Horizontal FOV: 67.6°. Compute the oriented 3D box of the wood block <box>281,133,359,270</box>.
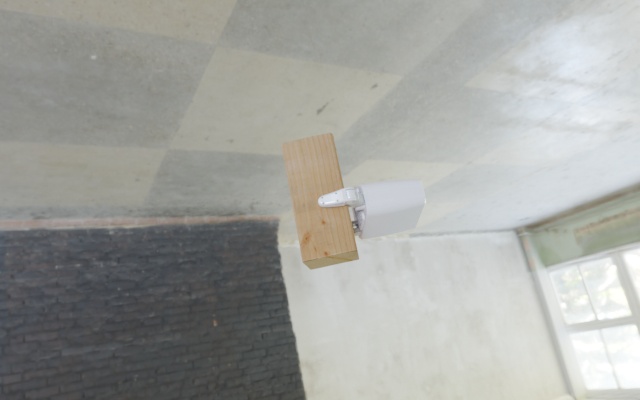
[{"bbox_3d":[0.001,0.003,0.814,0.090,0.206,0.091,-12,-17,3],"label":"wood block"}]
